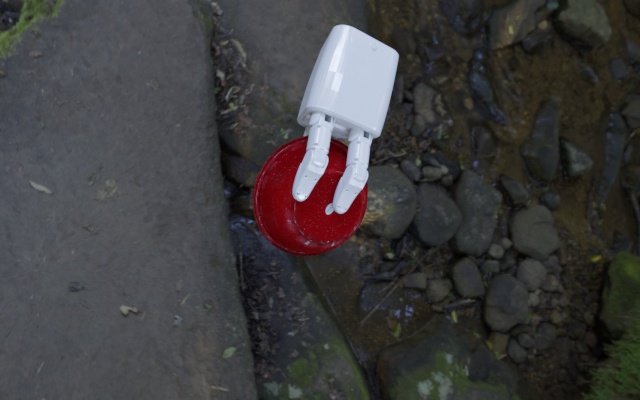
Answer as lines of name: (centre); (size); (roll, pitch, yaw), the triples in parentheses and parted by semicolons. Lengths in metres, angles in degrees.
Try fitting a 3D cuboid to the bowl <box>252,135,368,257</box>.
bowl: (0.000, 0.003, 0.597); (0.162, 0.162, 0.055); (0, 14, -24)
